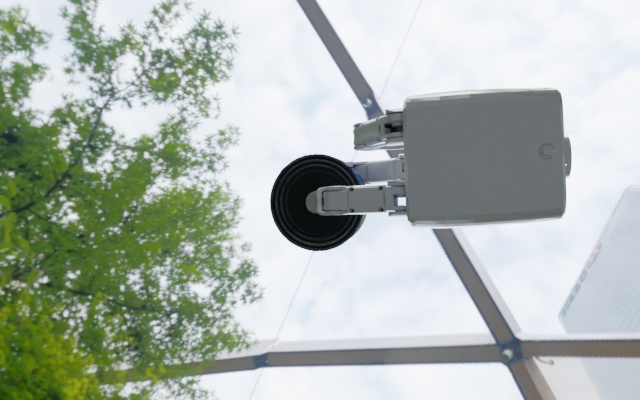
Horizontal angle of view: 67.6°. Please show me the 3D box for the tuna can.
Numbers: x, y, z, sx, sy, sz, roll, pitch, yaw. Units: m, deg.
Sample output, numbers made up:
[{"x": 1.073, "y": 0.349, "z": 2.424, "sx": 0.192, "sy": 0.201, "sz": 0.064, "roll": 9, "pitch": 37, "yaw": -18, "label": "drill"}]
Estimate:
[{"x": 0.000, "y": 0.001, "z": 0.434, "sx": 0.086, "sy": 0.086, "sz": 0.034, "roll": 0, "pitch": 2, "yaw": 14, "label": "tuna can"}]
